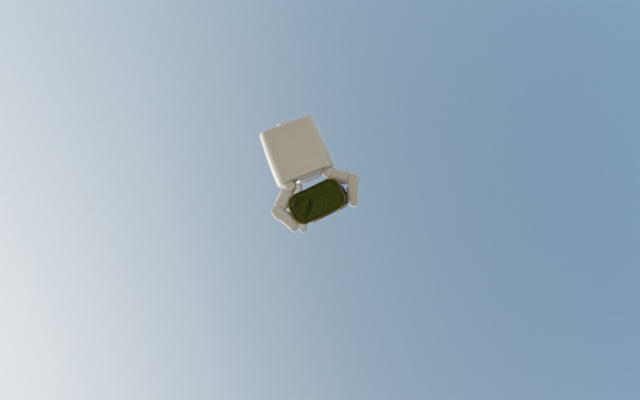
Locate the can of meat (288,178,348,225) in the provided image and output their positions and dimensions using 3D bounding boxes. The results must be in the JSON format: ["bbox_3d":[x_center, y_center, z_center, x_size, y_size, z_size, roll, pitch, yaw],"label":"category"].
[{"bbox_3d":[0.000,0.003,0.883,0.102,0.057,0.084,-26,-6,8],"label":"can of meat"}]
